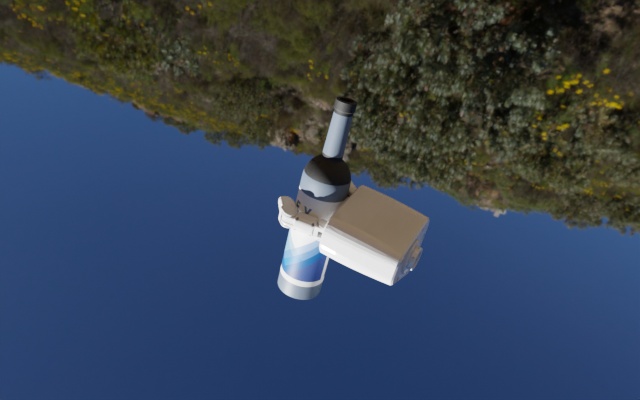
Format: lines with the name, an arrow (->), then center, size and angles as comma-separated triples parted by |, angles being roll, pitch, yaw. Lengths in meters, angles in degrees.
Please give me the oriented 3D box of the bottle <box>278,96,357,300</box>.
bottle -> 0.000, 0.002, 0.660 | 0.069, 0.296, 0.069 | 11, 27, -6
